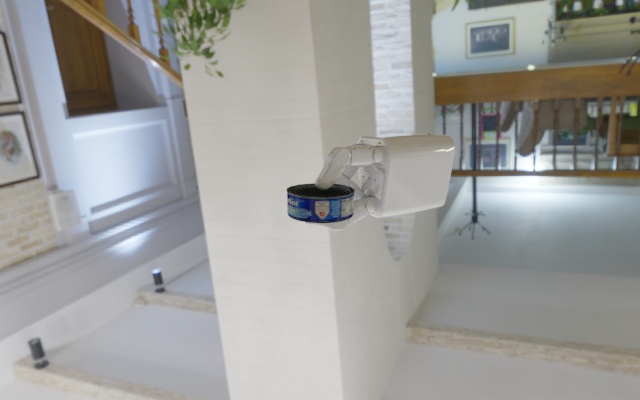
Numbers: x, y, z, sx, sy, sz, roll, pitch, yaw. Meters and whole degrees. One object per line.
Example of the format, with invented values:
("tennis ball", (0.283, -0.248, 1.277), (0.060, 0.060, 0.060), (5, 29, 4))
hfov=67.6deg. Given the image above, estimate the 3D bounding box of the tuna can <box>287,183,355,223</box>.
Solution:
("tuna can", (0.000, 0.003, 0.602), (0.086, 0.034, 0.086), (1, 13, 0))
